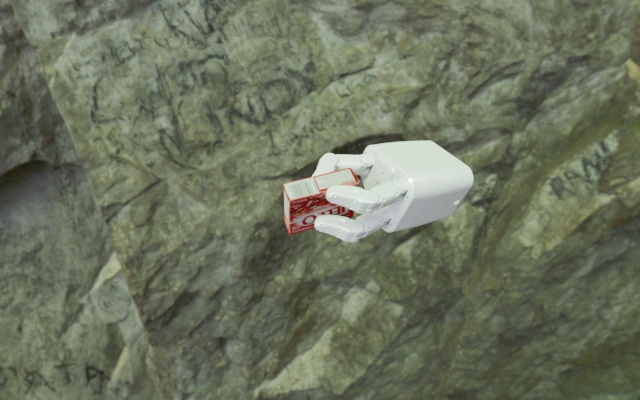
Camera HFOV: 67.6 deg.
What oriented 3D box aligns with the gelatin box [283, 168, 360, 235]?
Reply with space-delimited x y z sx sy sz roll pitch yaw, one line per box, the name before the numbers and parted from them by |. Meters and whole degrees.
gelatin box | 0.000 0.002 0.588 0.089 0.030 0.073 -14 -34 -14
